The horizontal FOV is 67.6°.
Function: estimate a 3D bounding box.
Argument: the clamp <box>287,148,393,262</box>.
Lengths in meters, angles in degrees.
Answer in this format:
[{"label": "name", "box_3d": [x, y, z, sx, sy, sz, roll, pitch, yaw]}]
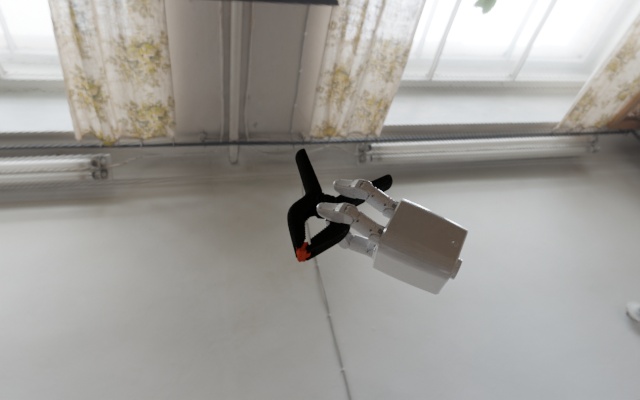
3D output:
[{"label": "clamp", "box_3d": [0.000, 0.003, 0.727, 0.164, 0.036, 0.210, 22, 50, 15]}]
